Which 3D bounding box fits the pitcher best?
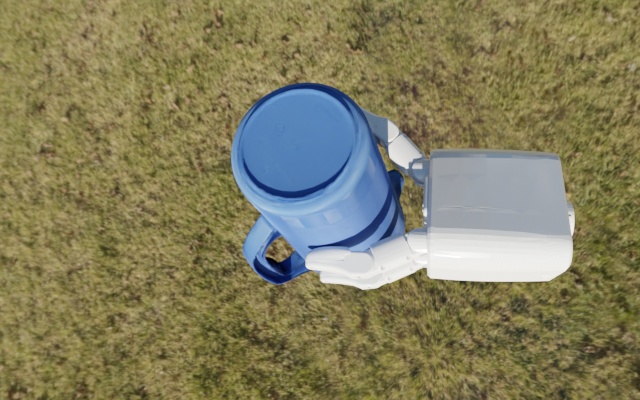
[{"bbox_3d":[0.000,0.001,0.456,0.145,0.149,0.243,4,-16,14],"label":"pitcher"}]
